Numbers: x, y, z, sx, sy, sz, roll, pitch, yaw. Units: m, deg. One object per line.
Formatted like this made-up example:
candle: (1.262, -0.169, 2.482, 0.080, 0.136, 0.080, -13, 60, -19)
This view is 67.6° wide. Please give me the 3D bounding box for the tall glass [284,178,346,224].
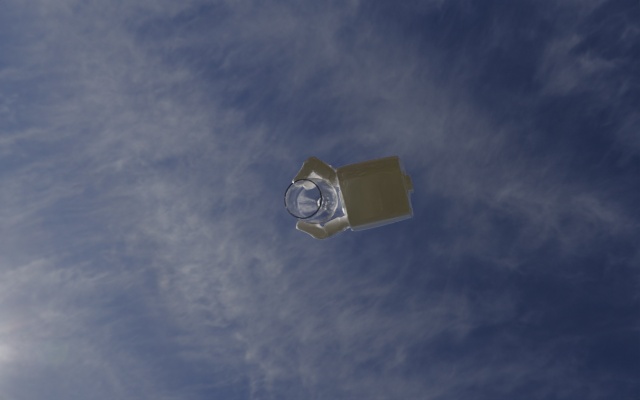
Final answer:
tall glass: (0.000, 0.003, 0.831, 0.079, 0.079, 0.201, 0, -3, 16)
